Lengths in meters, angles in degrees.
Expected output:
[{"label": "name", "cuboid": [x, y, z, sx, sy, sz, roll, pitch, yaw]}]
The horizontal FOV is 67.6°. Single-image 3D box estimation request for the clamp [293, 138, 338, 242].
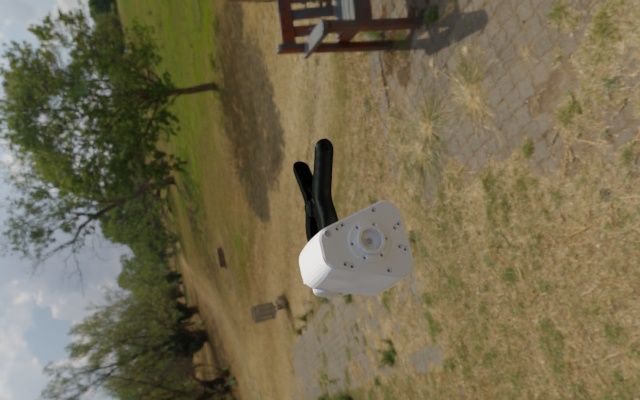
[{"label": "clamp", "cuboid": [0.000, 0.002, 0.660, 0.039, 0.171, 0.120, -9, -18, -17]}]
